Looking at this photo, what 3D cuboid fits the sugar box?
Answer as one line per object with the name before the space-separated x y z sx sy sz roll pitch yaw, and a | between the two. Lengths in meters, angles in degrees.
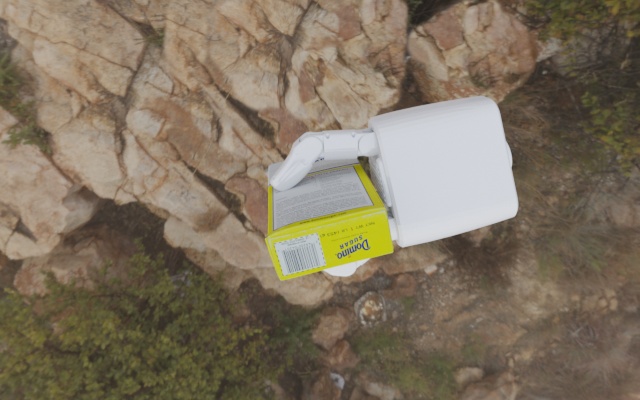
sugar box | 0.000 0.002 0.435 0.093 0.048 0.176 -13 20 0
